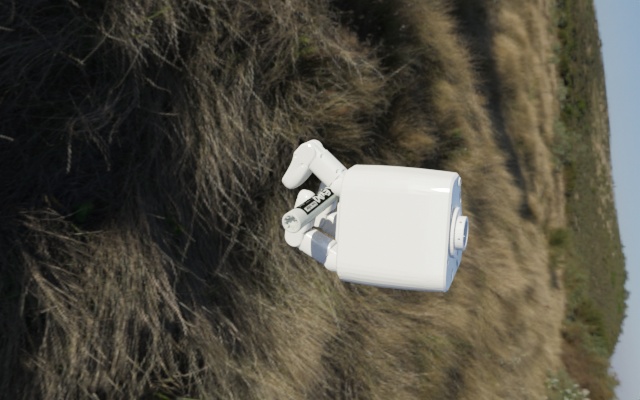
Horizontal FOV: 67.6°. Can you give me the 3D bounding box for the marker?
[{"bbox_3d":[0.000,0.002,0.468,0.020,0.020,0.121,0,18,27],"label":"marker"}]
